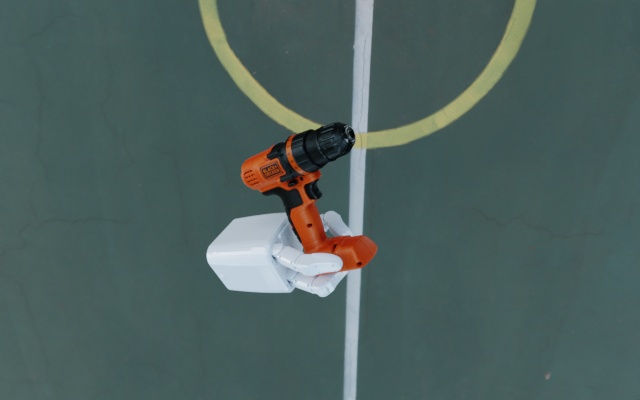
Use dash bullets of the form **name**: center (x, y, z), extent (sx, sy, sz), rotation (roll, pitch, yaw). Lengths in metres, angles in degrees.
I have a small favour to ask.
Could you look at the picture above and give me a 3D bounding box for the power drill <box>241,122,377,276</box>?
- **power drill**: center (0.000, 0.003, 0.620), extent (0.184, 0.188, 0.057), rotation (-16, 16, 41)
